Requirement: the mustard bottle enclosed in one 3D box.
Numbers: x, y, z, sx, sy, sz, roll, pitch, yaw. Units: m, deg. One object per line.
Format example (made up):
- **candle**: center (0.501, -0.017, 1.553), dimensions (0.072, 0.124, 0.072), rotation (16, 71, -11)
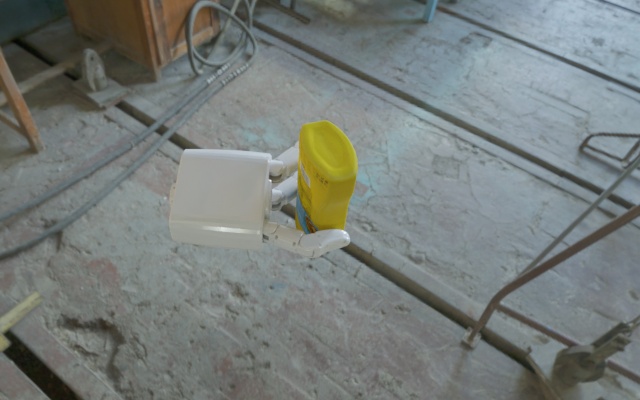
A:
- **mustard bottle**: center (0.000, 0.002, 0.592), dimensions (0.058, 0.096, 0.192), rotation (-14, -36, -18)
